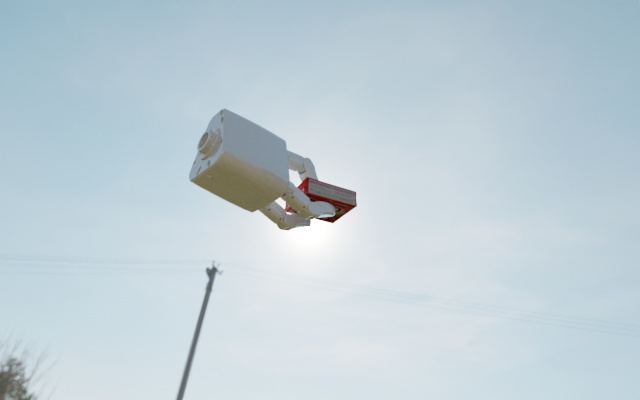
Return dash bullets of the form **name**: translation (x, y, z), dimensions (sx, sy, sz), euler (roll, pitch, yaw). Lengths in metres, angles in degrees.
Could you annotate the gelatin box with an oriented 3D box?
- **gelatin box**: translation (0.000, 0.002, 0.737), dimensions (0.089, 0.030, 0.073), euler (15, -31, -25)
